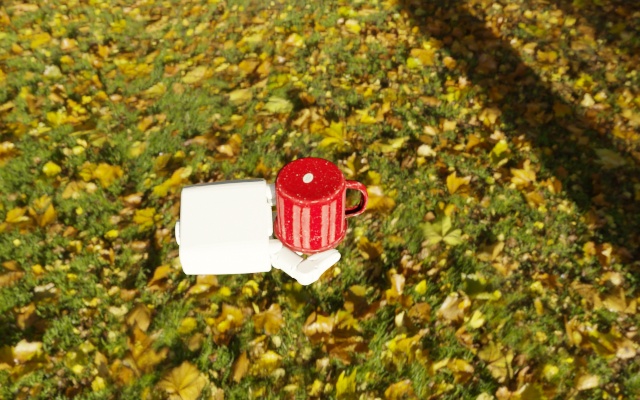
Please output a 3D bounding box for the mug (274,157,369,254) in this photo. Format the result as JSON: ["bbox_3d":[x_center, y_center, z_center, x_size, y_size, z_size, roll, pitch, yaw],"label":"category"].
[{"bbox_3d":[0.002,0.002,0.571,0.117,0.093,0.082,-5,-44,-5],"label":"mug"}]
